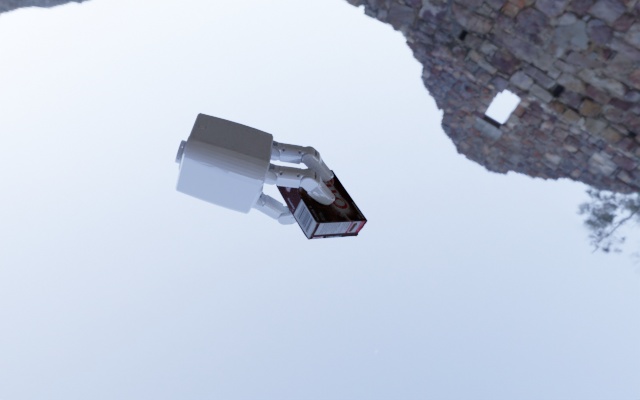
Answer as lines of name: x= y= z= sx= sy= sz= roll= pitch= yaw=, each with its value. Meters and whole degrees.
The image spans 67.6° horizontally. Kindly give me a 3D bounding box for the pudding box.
pudding box: x=0.000 y=0.002 z=0.676 sx=0.090 sy=0.113 sz=0.039 roll=-2 pitch=-43 yaw=-36
